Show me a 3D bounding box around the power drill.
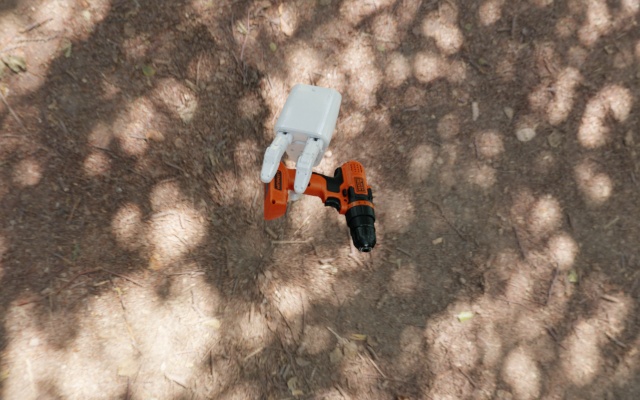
[{"bbox_3d":[0.000,0.002,0.806,0.187,0.184,0.057,7,-41,-17],"label":"power drill"}]
